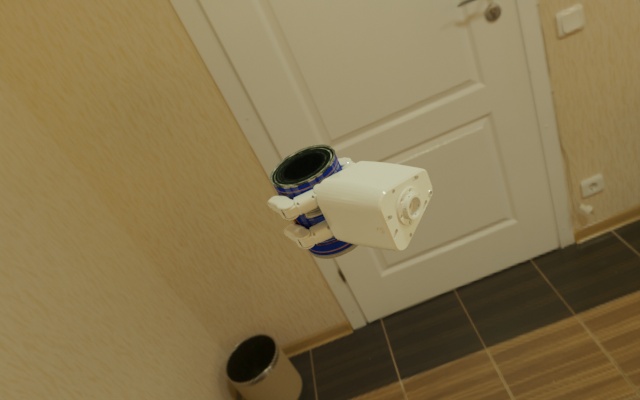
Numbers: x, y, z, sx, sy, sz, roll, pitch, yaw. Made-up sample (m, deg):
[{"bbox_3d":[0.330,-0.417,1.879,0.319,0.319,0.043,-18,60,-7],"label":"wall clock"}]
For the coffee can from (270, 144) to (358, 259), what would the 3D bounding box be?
[{"bbox_3d":[0.000,0.002,0.719,0.103,0.140,0.102,-19,32,12],"label":"coffee can"}]
